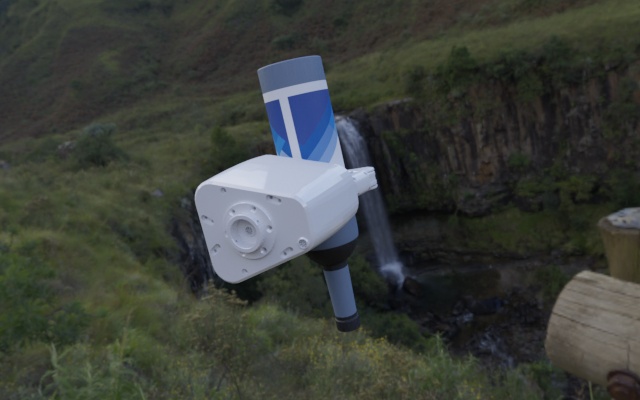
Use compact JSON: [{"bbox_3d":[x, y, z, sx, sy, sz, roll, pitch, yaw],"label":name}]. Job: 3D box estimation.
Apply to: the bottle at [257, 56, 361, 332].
[{"bbox_3d":[0.000,0.001,0.513,0.069,0.296,0.069,-12,11,2],"label":"bottle"}]
